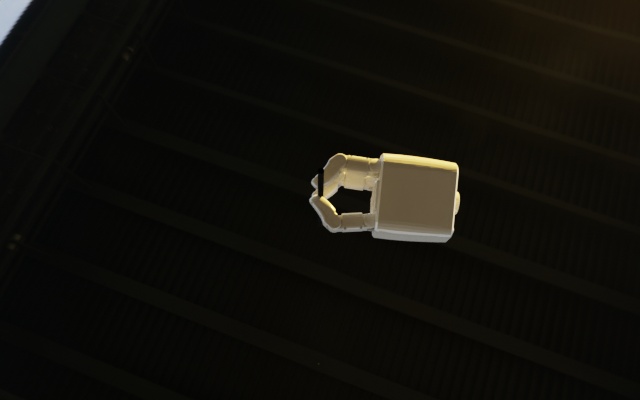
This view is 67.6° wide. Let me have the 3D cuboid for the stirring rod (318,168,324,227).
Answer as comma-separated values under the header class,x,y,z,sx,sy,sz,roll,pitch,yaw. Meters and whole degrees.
class,x,y,z,sx,sy,sz,roll,pitch,yaw
stirring rod,0.000,0.002,0.701,0.011,0.011,0.240,0,-19,0
